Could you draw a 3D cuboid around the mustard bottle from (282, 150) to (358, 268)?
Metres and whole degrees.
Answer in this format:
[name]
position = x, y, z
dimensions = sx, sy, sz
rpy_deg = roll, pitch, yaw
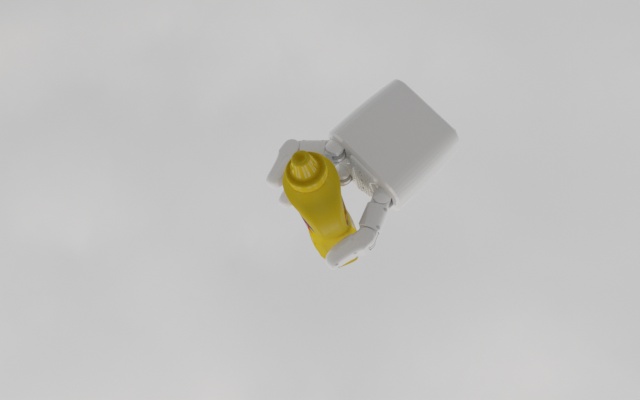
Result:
[mustard bottle]
position = 0.000, 0.002, 0.528
dimensions = 0.058, 0.096, 0.192
rpy_deg = -21, -28, 1
